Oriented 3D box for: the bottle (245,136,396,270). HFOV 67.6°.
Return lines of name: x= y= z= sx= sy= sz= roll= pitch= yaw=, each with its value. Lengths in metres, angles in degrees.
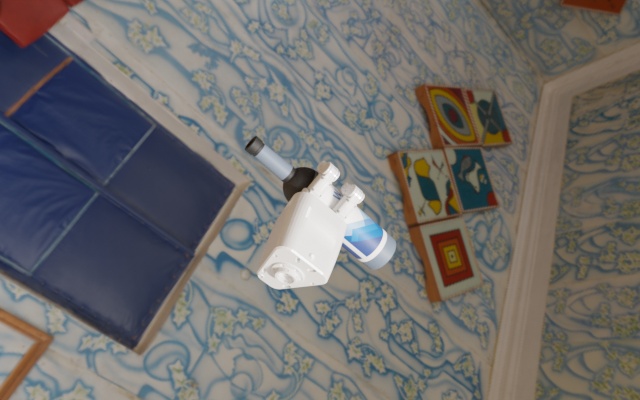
bottle: x=0.000 y=0.003 z=0.765 sx=0.296 sy=0.069 sz=0.069 roll=40 pitch=-17 yaw=-21
